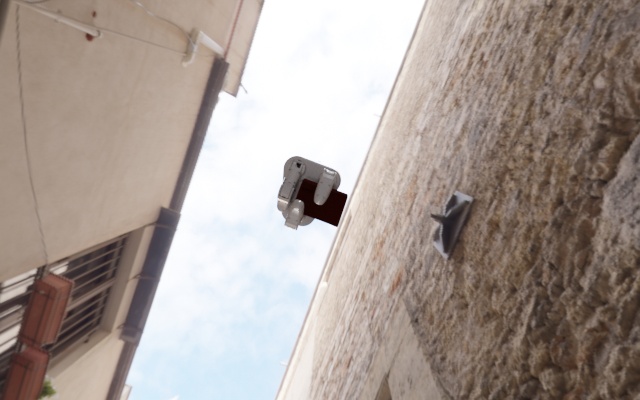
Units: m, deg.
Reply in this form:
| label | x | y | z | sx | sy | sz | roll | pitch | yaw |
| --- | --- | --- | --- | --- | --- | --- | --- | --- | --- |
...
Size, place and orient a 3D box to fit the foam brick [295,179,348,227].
| label | x | y | z | sx | sy | sz | roll | pitch | yaw |
| --- | --- | --- | --- | --- | --- | --- | --- | --- | --- |
| foam brick | 0.000 | 0.003 | 0.758 | 0.078 | 0.053 | 0.051 | 21 | 6 | 1 |
